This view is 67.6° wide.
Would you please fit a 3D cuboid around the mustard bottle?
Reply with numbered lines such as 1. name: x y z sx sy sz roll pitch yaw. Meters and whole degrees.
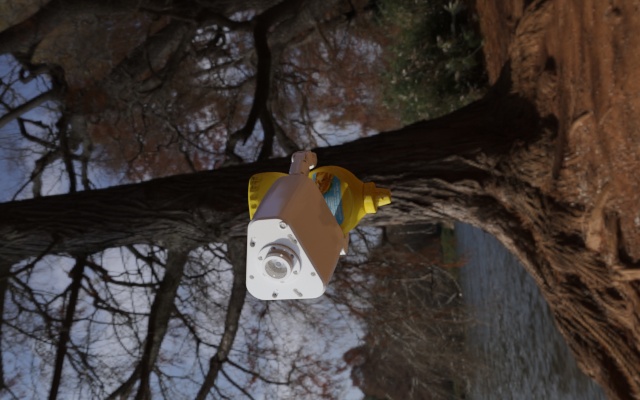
1. mustard bottle: 0.000 0.002 0.654 0.191 0.096 0.058 -5 1 15
